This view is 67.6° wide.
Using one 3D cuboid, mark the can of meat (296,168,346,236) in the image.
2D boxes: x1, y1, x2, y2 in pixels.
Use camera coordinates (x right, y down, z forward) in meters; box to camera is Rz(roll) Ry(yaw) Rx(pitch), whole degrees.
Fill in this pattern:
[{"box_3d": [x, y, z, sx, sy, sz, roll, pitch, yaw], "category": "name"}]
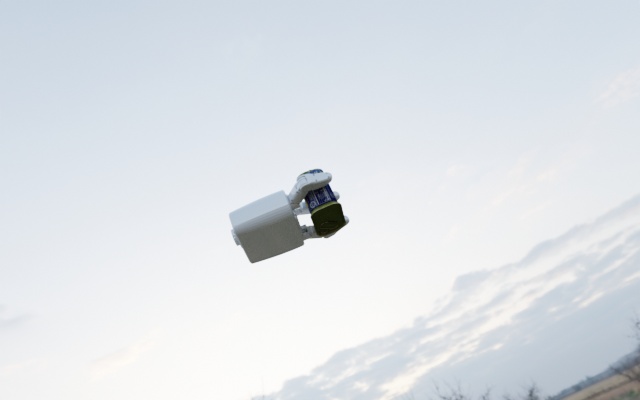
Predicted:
[{"box_3d": [0.000, 0.002, 0.852, 0.057, 0.084, 0.102, -23, -30, -3], "category": "can of meat"}]
